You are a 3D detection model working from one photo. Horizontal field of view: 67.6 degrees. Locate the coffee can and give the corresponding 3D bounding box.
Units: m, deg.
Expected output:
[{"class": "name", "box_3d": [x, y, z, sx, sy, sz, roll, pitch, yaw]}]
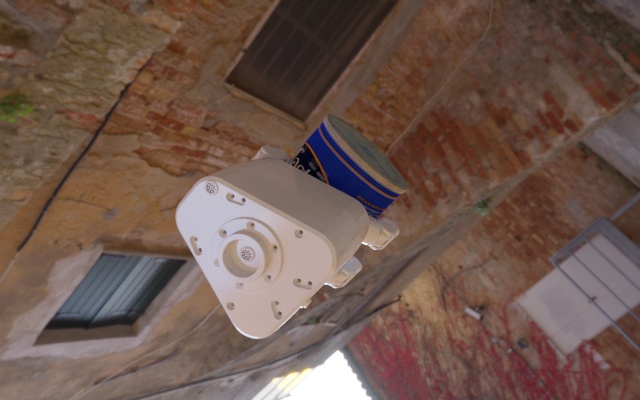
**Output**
[{"class": "coffee can", "box_3d": [0.000, 0.001, 0.470, 0.140, 0.102, 0.103, -47, -18, 18]}]
